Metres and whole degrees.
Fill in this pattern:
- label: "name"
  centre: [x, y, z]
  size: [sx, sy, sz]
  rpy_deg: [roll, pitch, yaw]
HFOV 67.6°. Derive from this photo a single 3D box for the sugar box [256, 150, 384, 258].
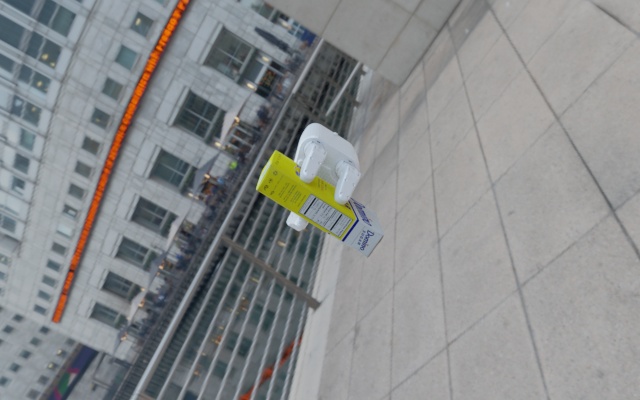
- label: "sugar box"
  centre: [0.000, 0.002, 0.654]
  size: [0.176, 0.048, 0.093]
  rpy_deg: [29, 16, -10]
